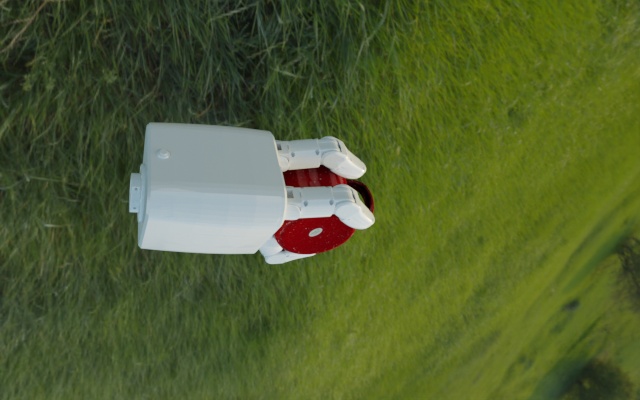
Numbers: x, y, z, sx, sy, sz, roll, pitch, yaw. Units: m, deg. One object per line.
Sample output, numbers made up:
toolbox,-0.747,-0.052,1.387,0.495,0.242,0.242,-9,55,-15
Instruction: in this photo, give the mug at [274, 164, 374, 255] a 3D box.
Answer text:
mug,0.001,0.002,0.487,0.117,0.081,0.093,3,-38,-22
